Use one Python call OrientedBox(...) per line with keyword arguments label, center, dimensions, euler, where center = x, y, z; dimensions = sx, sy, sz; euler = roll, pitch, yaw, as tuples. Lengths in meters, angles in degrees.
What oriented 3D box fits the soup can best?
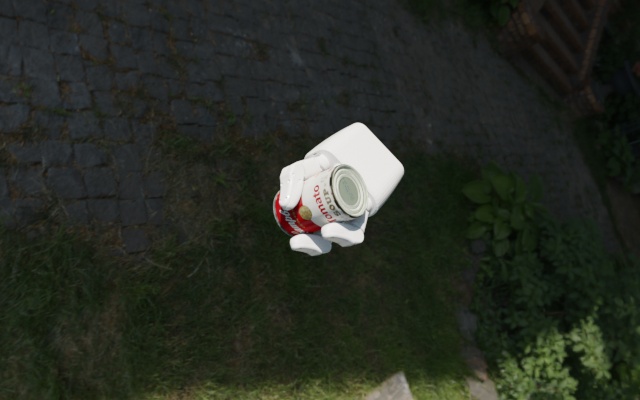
OrientedBox(label="soup can", center=(0.000, 0.002, 0.591), dimensions=(0.102, 0.068, 0.068), euler=(-21, -14, 40))
